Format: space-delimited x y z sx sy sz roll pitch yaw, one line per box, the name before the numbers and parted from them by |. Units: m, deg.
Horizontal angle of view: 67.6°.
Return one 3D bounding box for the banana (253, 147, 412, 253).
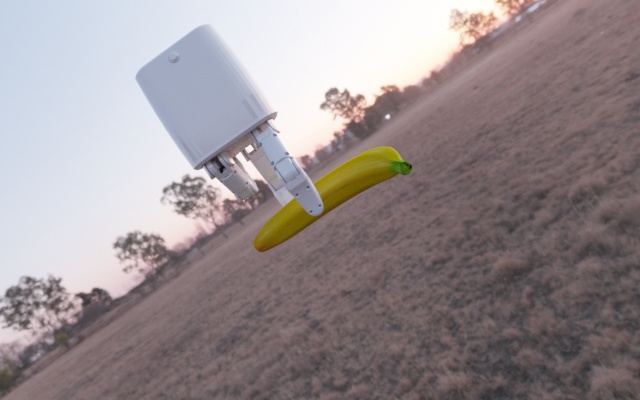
banana | 0.009 -0.006 0.494 0.198 0.037 0.069 -31 6 29
